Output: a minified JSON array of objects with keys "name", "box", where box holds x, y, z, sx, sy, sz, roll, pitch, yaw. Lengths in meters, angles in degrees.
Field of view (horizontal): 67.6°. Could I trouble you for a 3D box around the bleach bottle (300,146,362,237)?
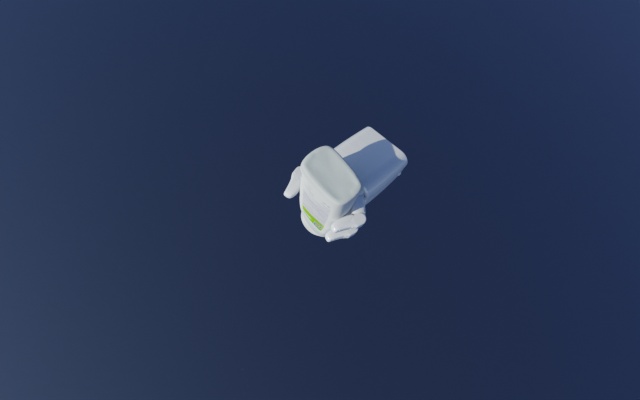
[{"name":"bleach bottle","box":[0.000,0.003,0.847,0.068,0.102,0.251,-37,-10,-19]}]
